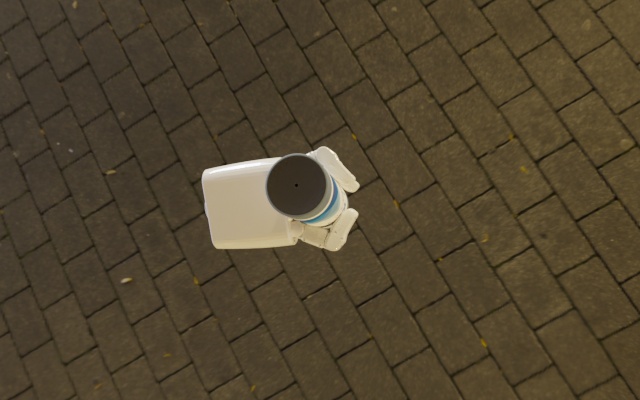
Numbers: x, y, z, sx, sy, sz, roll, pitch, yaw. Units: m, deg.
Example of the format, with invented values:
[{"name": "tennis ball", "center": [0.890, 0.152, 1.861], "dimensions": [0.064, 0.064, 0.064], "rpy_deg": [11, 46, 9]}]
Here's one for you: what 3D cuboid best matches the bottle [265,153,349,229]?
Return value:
[{"name": "bottle", "center": [0.000, 0.002, 0.629], "dimensions": [0.069, 0.069, 0.296], "rpy_deg": [0, -7, 10]}]
